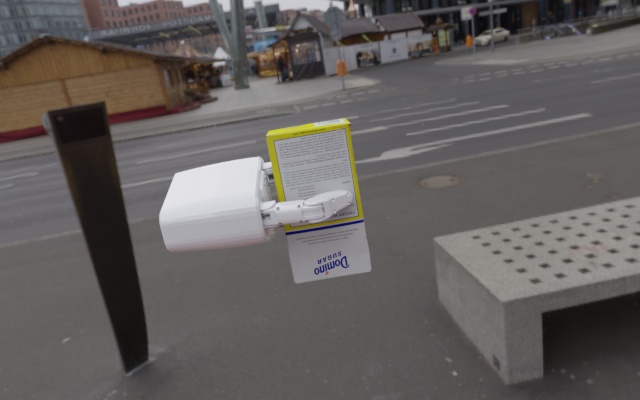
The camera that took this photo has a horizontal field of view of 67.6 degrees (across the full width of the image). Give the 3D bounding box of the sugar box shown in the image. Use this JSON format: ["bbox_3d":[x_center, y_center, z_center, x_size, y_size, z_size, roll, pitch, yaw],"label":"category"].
[{"bbox_3d":[0.000,0.002,0.548,0.093,0.176,0.048,-9,17,1],"label":"sugar box"}]
